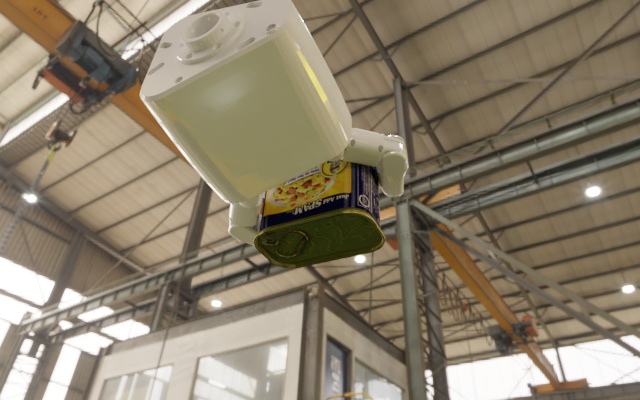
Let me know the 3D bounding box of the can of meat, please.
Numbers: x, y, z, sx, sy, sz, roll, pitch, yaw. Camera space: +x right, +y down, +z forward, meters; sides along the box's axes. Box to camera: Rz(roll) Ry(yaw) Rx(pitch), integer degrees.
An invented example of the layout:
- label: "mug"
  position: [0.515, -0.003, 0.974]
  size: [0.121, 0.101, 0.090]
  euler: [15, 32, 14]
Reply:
- label: "can of meat"
  position: [0.000, 0.001, 0.401]
  size: [0.102, 0.084, 0.057]
  euler: [-15, -41, 21]
